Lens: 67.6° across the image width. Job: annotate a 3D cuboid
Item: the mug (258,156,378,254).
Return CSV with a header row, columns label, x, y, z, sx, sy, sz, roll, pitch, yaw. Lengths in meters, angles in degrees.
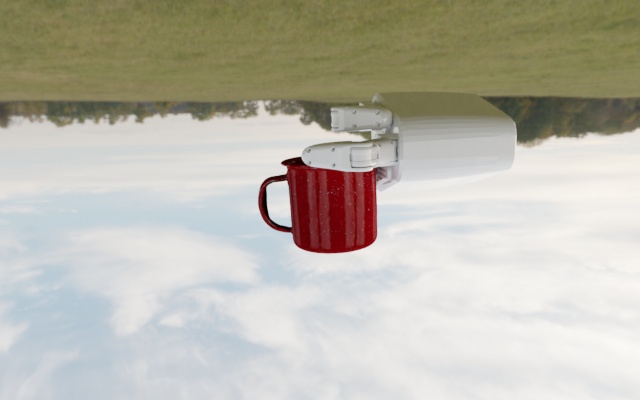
label,x,y,z,sx,sy,sz,roll,pitch,yaw
mug,-0.001,0.002,0.449,0.117,0.081,0.093,-4,12,-4
